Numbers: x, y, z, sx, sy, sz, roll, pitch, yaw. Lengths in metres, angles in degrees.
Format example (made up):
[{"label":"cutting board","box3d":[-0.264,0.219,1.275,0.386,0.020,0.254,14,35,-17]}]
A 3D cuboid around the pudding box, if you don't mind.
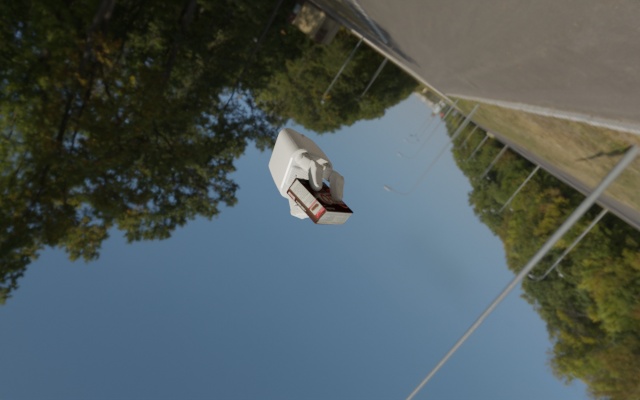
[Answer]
[{"label":"pudding box","box3d":[0.000,0.003,0.888,0.090,0.039,0.113,45,20,23]}]
